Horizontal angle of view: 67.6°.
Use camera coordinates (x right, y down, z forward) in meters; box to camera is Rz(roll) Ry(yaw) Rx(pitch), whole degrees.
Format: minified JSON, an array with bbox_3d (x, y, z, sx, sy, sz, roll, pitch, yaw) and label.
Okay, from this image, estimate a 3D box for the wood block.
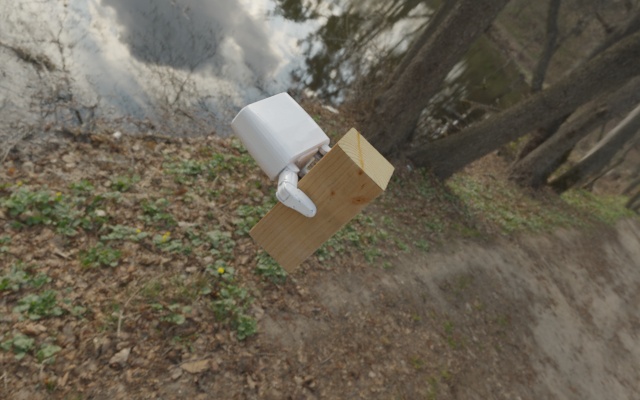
[{"bbox_3d":[0.000,0.002,0.710,0.206,0.090,0.090,-44,4,29],"label":"wood block"}]
